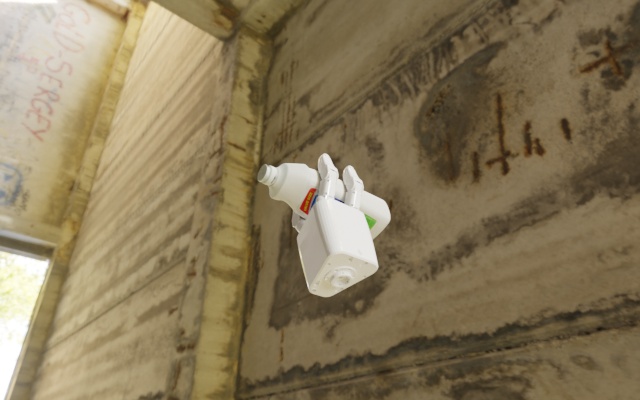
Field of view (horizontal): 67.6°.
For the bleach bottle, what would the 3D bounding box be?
[{"bbox_3d":[0.000,0.003,0.824,0.251,0.068,0.103,23,-54,-33],"label":"bleach bottle"}]
